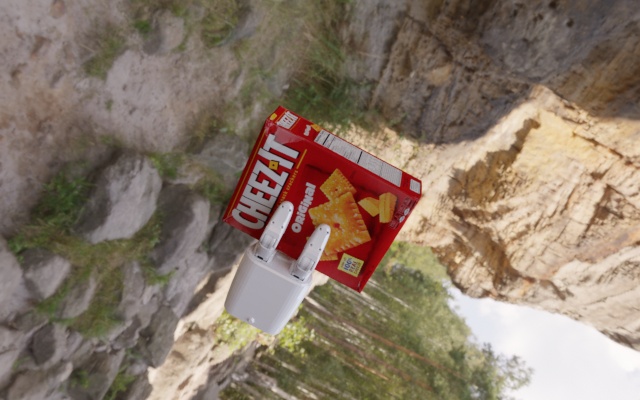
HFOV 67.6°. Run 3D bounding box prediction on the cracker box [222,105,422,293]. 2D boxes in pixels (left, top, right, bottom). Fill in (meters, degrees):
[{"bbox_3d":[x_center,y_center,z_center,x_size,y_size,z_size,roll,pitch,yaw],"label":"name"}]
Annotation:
[{"bbox_3d":[0.000,0.002,0.628,0.214,0.164,0.072,28,27,-2],"label":"cracker box"}]
